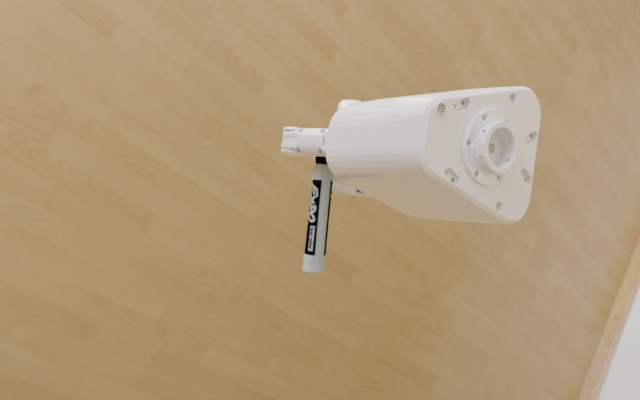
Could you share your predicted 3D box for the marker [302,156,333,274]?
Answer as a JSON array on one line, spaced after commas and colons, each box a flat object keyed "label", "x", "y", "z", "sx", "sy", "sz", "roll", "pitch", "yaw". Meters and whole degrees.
[{"label": "marker", "x": 0.000, "y": 0.001, "z": 0.410, "sx": 0.020, "sy": 0.121, "sz": 0.020, "roll": 6, "pitch": 1, "yaw": 0}]
